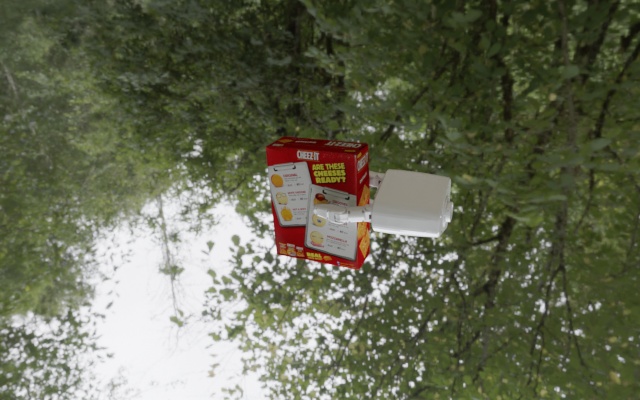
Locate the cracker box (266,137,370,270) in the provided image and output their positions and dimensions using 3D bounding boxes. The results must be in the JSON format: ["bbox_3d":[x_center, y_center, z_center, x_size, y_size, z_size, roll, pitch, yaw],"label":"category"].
[{"bbox_3d":[0.000,0.003,0.834,0.164,0.214,0.072,8,27,23],"label":"cracker box"}]
